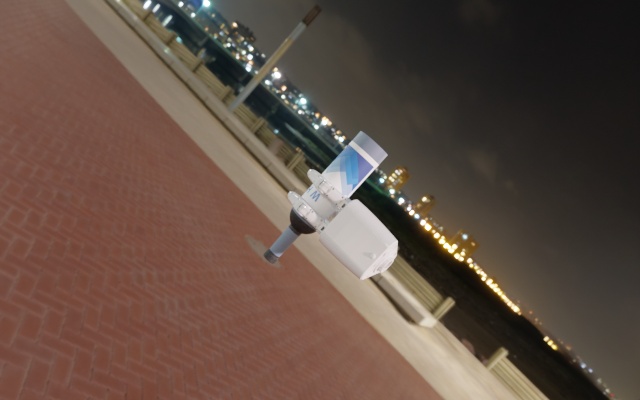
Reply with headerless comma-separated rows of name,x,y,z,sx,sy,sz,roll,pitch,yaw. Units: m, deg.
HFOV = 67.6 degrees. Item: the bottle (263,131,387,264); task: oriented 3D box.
bottle,0.000,0.003,0.890,0.069,0.296,0.069,42,6,-5
